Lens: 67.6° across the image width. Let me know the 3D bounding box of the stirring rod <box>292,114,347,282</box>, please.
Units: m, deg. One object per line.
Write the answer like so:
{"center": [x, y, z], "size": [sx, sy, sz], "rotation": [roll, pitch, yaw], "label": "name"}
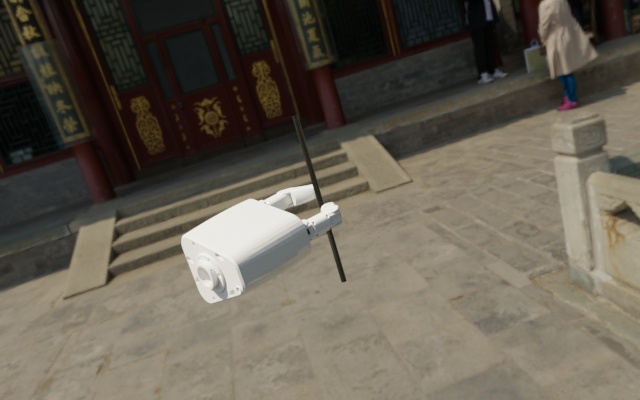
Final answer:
{"center": [0.000, 0.002, 0.644], "size": [0.011, 0.239, 0.011], "rotation": [-15, 15, 4], "label": "stirring rod"}
